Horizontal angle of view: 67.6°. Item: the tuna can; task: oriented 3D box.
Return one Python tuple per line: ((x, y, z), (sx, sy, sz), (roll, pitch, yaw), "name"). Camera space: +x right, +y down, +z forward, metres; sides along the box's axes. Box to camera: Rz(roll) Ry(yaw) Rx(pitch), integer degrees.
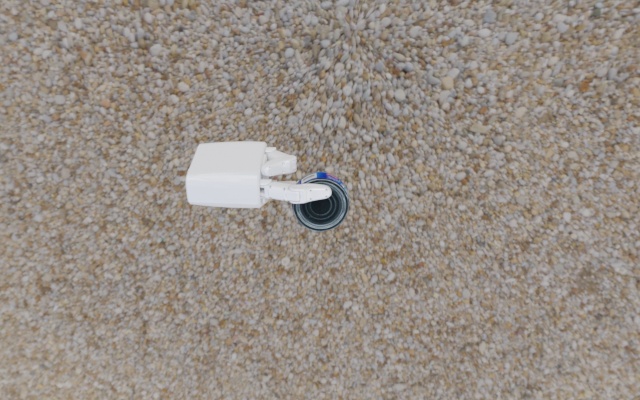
((0.000, 0.003, 0.710), (0.086, 0.086, 0.033), (0, 20, -2), "tuna can")
